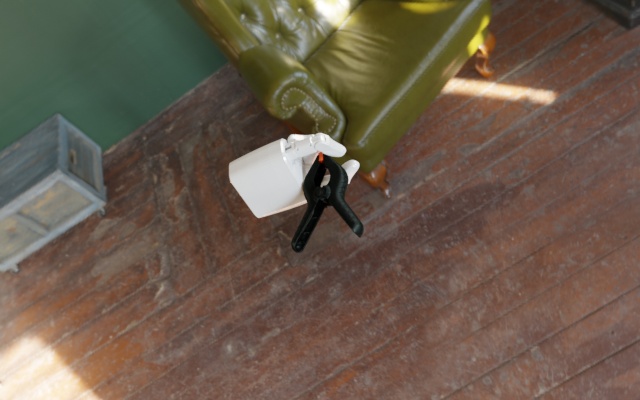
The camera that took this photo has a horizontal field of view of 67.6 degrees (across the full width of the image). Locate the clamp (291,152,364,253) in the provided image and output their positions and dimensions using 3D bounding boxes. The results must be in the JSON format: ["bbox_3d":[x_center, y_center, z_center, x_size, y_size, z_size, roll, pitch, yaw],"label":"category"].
[{"bbox_3d":[0.000,0.002,0.756,0.120,0.171,0.039,-21,-38,15],"label":"clamp"}]
